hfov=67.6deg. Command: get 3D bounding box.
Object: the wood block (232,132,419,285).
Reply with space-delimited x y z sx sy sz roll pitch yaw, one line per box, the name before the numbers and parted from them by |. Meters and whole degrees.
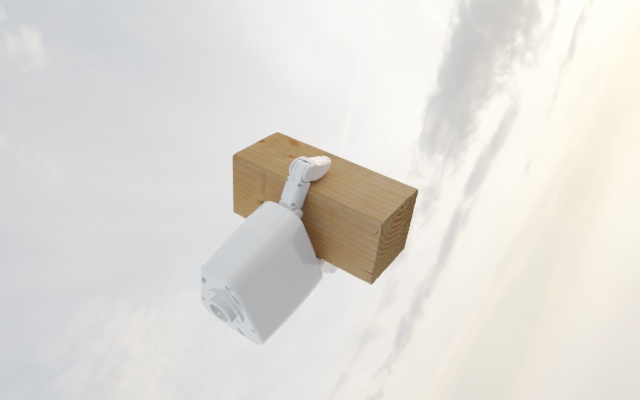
wood block | 0.000 0.002 0.578 0.206 0.091 0.090 25 38 25
